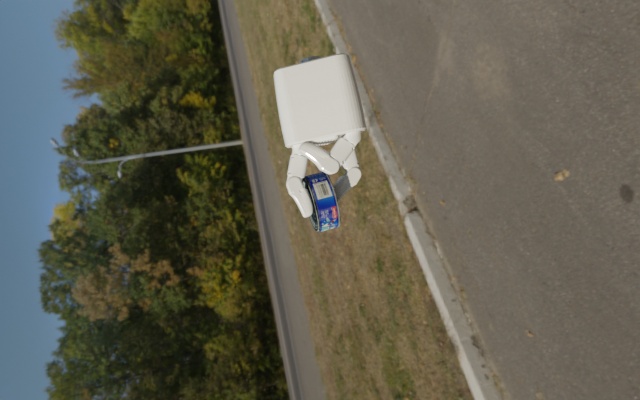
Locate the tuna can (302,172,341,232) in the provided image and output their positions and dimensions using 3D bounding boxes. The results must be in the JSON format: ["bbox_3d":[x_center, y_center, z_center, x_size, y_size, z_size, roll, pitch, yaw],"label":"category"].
[{"bbox_3d":[0.000,0.002,0.699,0.034,0.086,0.086,-15,3,-10],"label":"tuna can"}]
